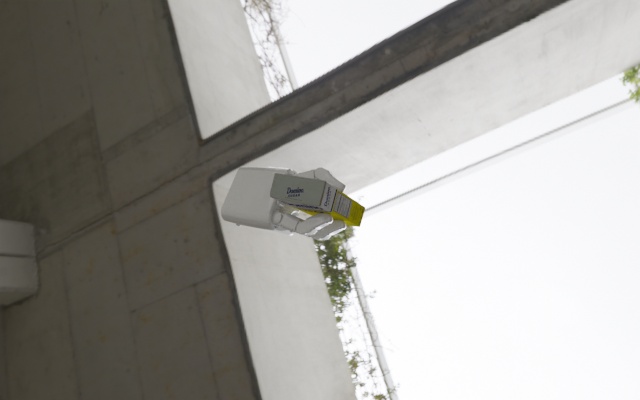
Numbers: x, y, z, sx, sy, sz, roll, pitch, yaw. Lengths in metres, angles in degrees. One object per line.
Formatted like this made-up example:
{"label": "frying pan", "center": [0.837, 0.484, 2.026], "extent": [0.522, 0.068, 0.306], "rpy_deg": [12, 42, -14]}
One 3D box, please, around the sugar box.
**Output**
{"label": "sugar box", "center": [0.000, 0.003, 0.789], "extent": [0.093, 0.048, 0.176], "rpy_deg": [10, -6, 28]}
